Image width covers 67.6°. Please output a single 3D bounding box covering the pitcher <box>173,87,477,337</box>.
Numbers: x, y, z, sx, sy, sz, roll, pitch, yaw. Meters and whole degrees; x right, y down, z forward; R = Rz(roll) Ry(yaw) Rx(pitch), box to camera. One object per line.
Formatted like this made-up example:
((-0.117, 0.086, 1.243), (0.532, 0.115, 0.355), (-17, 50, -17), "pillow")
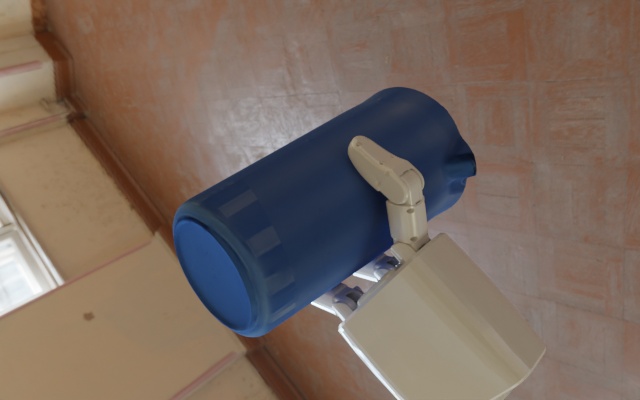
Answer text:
((0.000, 0.001, 0.407), (0.242, 0.145, 0.149), (-31, -17, -37), "pitcher")
